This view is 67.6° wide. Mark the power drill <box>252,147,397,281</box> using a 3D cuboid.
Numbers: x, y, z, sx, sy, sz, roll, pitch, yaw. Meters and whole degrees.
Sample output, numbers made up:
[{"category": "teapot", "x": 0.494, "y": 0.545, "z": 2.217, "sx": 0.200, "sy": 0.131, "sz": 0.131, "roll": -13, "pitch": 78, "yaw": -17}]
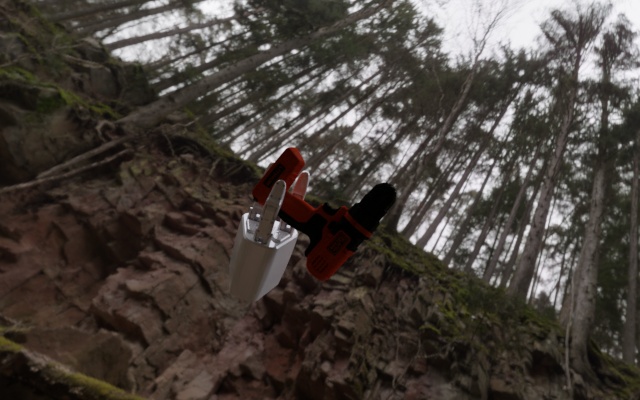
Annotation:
[{"category": "power drill", "x": 0.000, "y": 0.002, "z": 0.745, "sx": 0.187, "sy": 0.184, "sz": 0.057, "roll": 43, "pitch": 6, "yaw": 15}]
